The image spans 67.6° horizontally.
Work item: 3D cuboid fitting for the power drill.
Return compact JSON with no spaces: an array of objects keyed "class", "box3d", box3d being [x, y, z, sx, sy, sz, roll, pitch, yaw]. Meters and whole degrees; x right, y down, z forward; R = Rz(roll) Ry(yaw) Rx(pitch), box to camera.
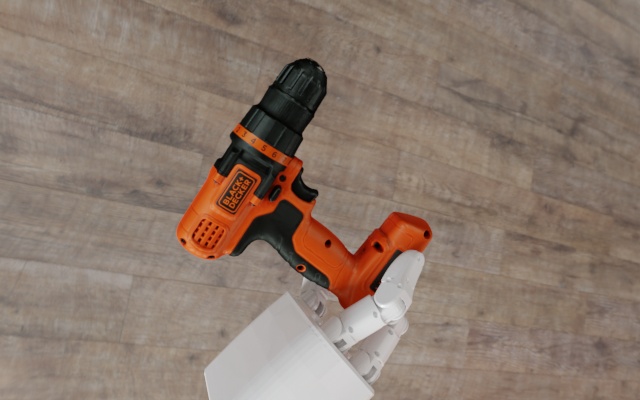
[{"class":"power drill","box3d":[0.000,0.002,0.407,0.188,0.184,0.057,33,8,-14]}]
